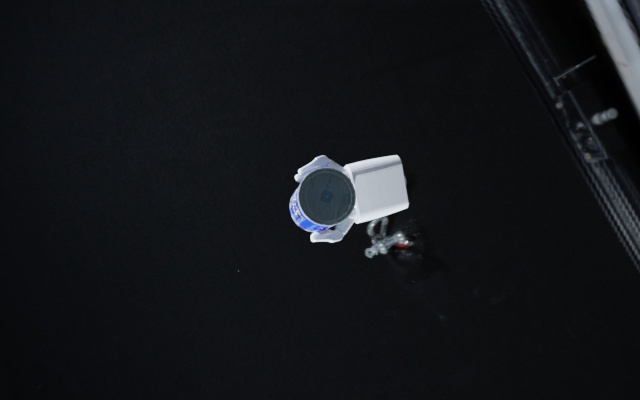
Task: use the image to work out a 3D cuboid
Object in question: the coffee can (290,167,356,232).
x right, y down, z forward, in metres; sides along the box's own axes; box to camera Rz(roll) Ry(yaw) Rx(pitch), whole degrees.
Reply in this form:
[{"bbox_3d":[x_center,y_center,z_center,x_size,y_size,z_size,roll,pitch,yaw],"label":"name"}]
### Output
[{"bbox_3d":[0.000,0.003,0.891,0.103,0.103,0.140,0,-8,-10],"label":"coffee can"}]
